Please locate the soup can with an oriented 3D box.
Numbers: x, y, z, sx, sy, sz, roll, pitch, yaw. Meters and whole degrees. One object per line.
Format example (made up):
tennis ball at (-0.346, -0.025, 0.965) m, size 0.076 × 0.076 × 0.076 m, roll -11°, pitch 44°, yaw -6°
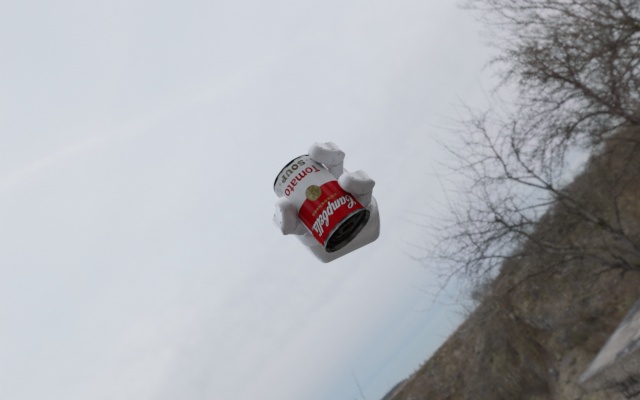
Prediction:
soup can at (0.000, 0.002, 0.564) m, size 0.102 × 0.068 × 0.068 m, roll 47°, pitch 23°, yaw 24°
